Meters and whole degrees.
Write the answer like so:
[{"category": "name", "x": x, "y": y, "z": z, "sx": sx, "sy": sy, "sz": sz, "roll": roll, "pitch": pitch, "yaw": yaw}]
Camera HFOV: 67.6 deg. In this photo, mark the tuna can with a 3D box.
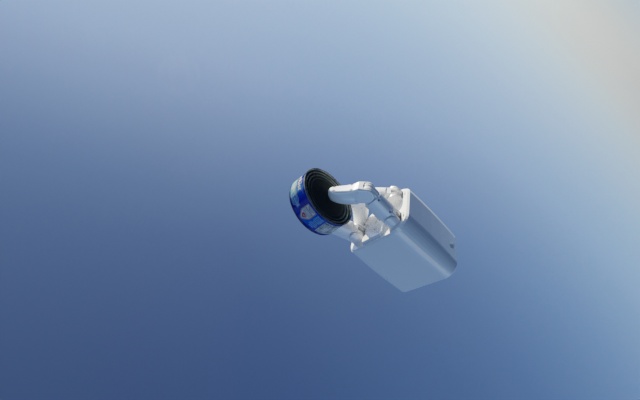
[{"category": "tuna can", "x": 0.000, "y": 0.002, "z": 0.628, "sx": 0.034, "sy": 0.086, "sz": 0.086, "roll": -36, "pitch": -21, "yaw": 32}]
